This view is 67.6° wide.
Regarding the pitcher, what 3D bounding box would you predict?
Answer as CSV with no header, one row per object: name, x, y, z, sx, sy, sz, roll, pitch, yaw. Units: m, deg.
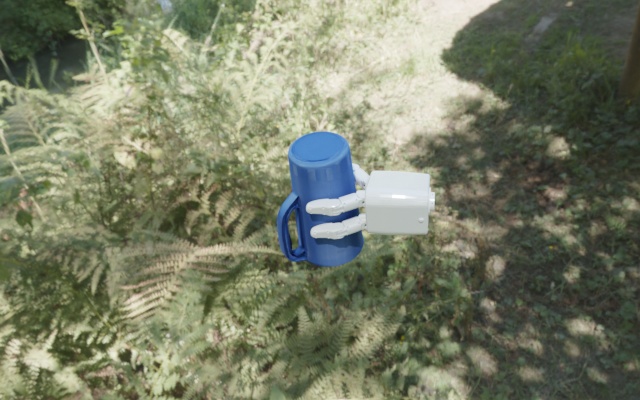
pitcher,0.000,0.003,0.889,0.145,0.243,0.149,4,41,15
